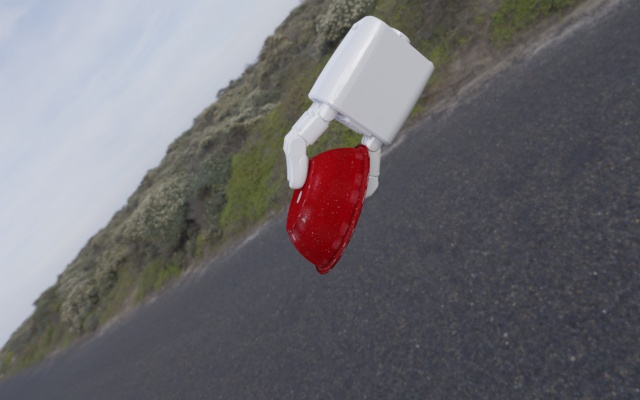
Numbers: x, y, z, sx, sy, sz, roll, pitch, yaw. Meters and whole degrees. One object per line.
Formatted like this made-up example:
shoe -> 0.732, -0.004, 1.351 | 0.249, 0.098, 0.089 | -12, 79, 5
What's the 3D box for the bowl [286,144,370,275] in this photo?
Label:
bowl -> -0.001, 0.003, 0.561 | 0.055, 0.162, 0.162 | 18, -4, -12
